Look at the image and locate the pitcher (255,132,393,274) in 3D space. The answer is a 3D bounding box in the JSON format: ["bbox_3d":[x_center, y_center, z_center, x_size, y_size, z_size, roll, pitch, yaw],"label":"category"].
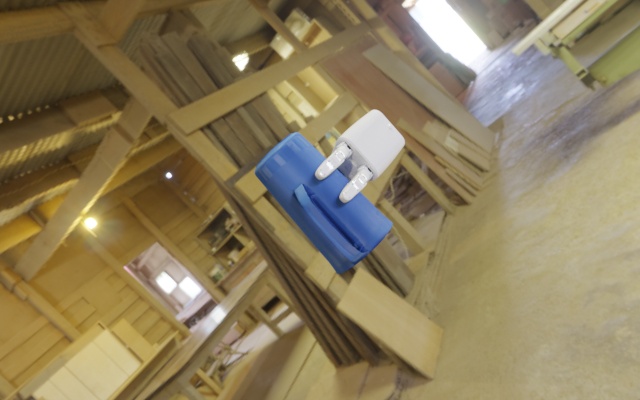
[{"bbox_3d":[0.000,0.003,0.833,0.145,0.243,0.149,-45,4,-31],"label":"pitcher"}]
